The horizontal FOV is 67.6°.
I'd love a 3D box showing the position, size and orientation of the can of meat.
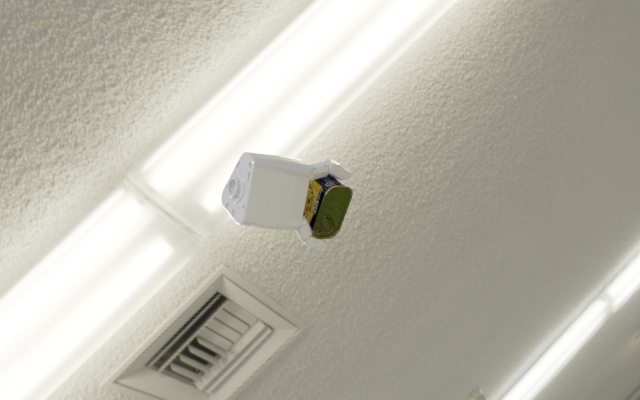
[{"bbox_3d":[0.000,0.002,0.836,0.057,0.102,0.084,3,26,-37],"label":"can of meat"}]
